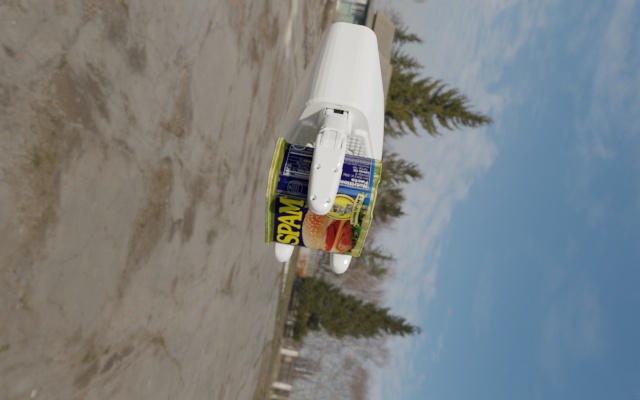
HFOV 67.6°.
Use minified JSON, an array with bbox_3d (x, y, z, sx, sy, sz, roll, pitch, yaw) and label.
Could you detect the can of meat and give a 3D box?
[{"bbox_3d":[0.000,0.001,0.402,0.084,0.057,0.102,10,-36,0],"label":"can of meat"}]
